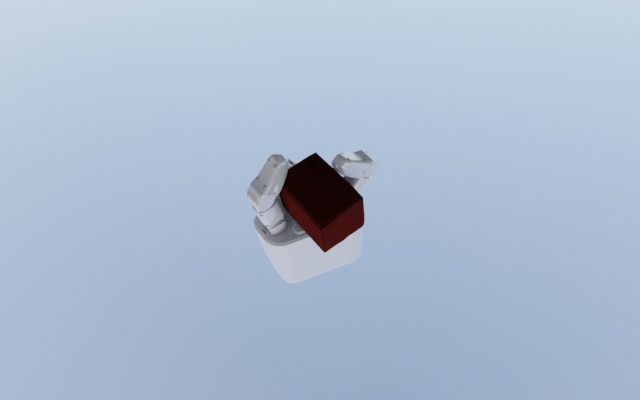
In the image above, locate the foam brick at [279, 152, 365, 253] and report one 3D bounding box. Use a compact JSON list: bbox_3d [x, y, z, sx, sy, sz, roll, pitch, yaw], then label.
[{"bbox_3d":[0.000,0.002,0.474,0.053,0.078,0.051,-34,-32,-16],"label":"foam brick"}]
